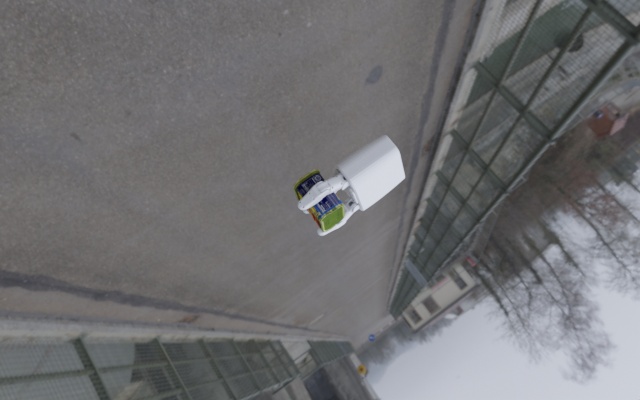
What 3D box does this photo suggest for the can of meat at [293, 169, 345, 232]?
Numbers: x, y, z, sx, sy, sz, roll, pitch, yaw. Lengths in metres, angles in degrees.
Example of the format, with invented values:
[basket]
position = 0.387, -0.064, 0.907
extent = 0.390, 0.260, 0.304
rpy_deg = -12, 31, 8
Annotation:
[can of meat]
position = 0.000, 0.003, 0.870
extent = 0.057, 0.084, 0.102
rpy_deg = -35, -17, -8
